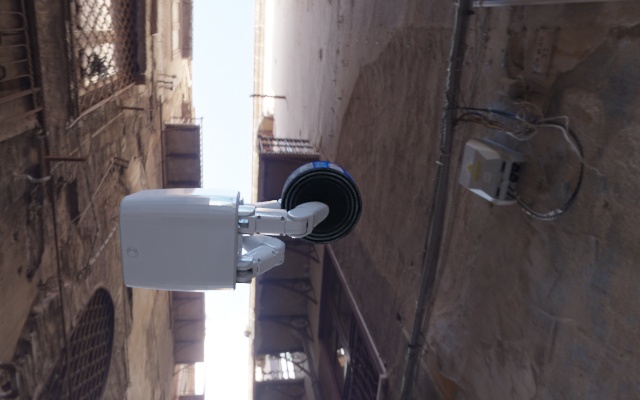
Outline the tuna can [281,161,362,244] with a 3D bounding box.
[{"bbox_3d":[0.000,0.001,0.514,0.086,0.086,0.033,0,20,-5],"label":"tuna can"}]
